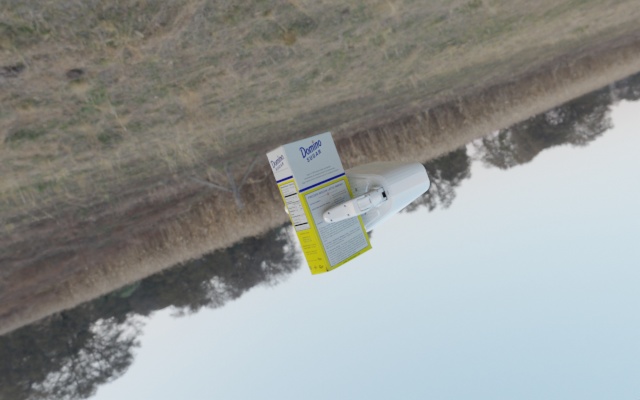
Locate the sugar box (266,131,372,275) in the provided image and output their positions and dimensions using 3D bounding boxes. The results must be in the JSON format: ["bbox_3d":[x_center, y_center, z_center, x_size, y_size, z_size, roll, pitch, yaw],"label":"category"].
[{"bbox_3d":[0.000,0.002,0.649,0.093,0.176,0.048,-22,2,-42],"label":"sugar box"}]
